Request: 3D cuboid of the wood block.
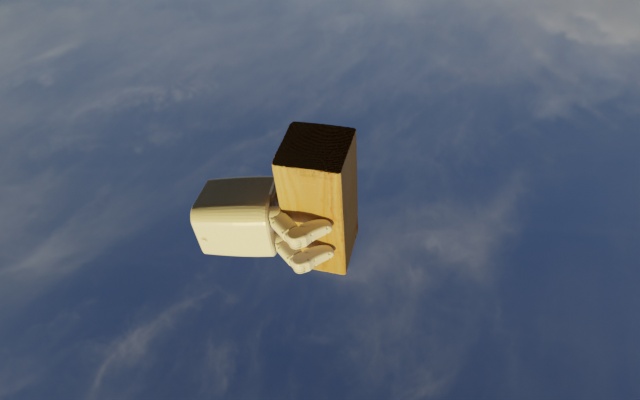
[{"bbox_3d":[0.000,0.002,0.668,0.090,0.090,0.206,8,-42,13],"label":"wood block"}]
